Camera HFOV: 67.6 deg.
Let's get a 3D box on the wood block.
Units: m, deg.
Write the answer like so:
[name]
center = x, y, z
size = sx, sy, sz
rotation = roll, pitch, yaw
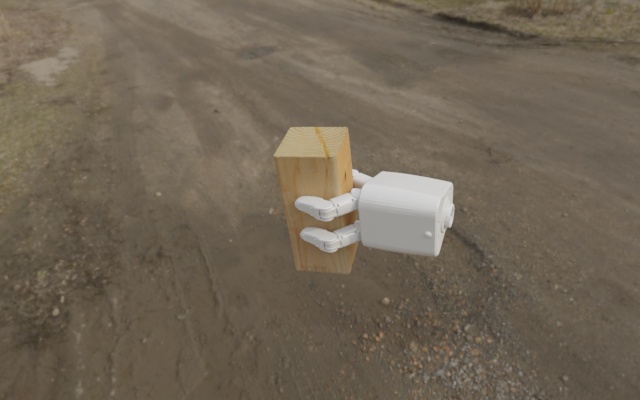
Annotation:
[wood block]
center = 0.001, 0.002, 0.717
size = 0.090, 0.206, 0.090
rotation = 2, 35, 15
